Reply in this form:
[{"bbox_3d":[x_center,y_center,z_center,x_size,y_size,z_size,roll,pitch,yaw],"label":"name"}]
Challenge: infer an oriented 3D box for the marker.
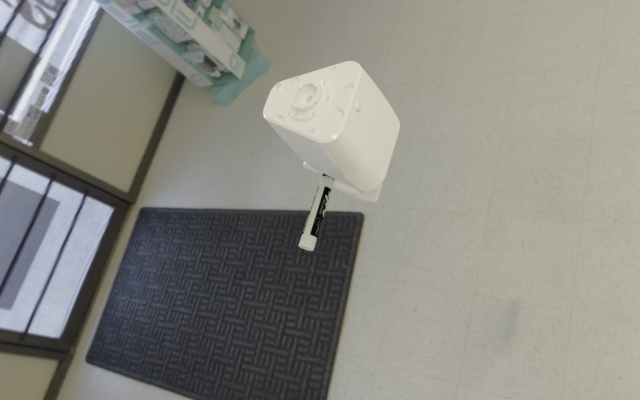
[{"bbox_3d":[0.000,0.002,0.586,0.020,0.121,0.020,16,-16,5],"label":"marker"}]
